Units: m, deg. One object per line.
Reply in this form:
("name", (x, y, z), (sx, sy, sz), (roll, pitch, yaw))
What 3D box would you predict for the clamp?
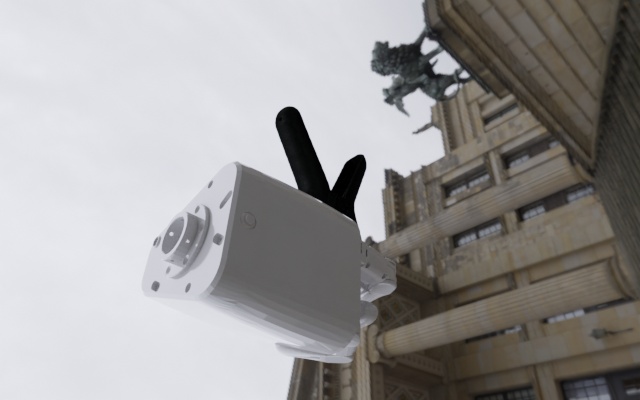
("clamp", (0.000, 0.002, 0.415), (0.120, 0.171, 0.039), (31, -44, -34))
